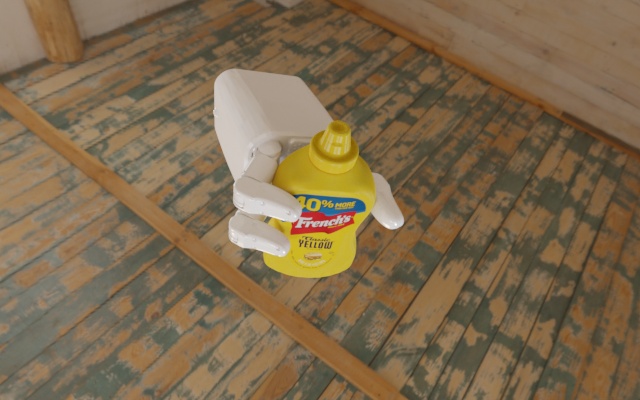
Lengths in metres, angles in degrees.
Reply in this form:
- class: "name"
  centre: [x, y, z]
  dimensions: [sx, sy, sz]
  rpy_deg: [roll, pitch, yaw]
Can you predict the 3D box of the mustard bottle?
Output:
- class: "mustard bottle"
  centre: [0.000, 0.002, 0.449]
  dimensions: [0.096, 0.058, 0.192]
  rpy_deg: [5, -40, -8]
